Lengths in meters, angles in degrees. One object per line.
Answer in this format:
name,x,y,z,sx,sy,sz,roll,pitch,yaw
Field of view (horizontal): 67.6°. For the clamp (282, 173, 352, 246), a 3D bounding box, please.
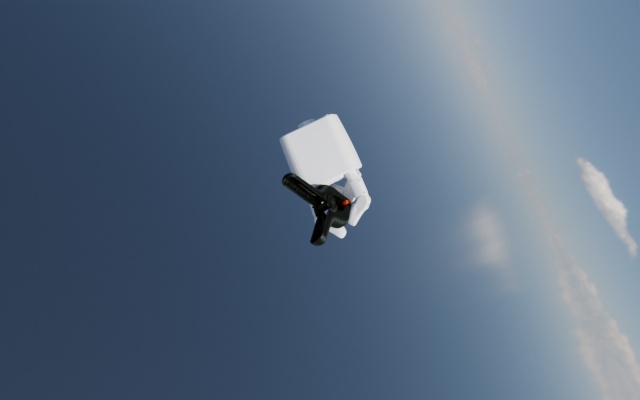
clamp,0.001,0.002,0.781,0.039,0.120,0.171,-25,-1,22
